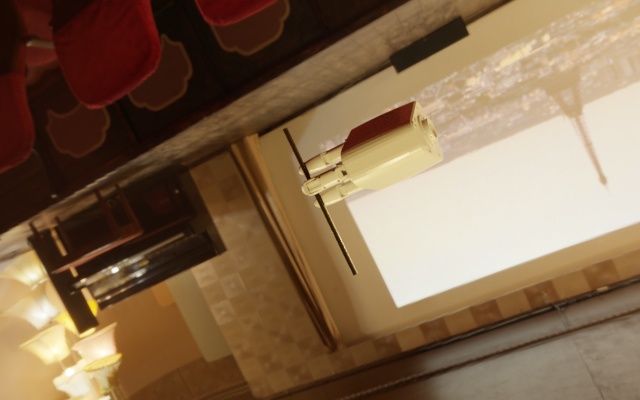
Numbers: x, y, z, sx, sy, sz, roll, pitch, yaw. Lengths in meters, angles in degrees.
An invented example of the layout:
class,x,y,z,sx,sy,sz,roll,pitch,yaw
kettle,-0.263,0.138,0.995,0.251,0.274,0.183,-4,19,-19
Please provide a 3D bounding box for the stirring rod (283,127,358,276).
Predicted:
class,x,y,z,sx,sy,sz,roll,pitch,yaw
stirring rod,0.000,0.002,0.708,0.011,0.239,0.011,-26,3,2
